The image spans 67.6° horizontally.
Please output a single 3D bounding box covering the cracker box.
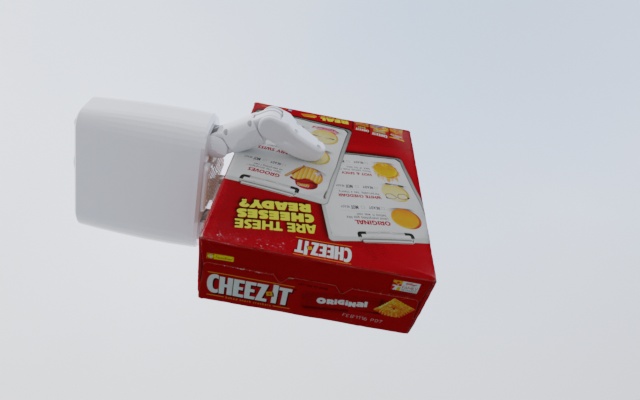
[{"bbox_3d":[0.000,0.001,0.419,0.164,0.072,0.213,10,37,-3],"label":"cracker box"}]
